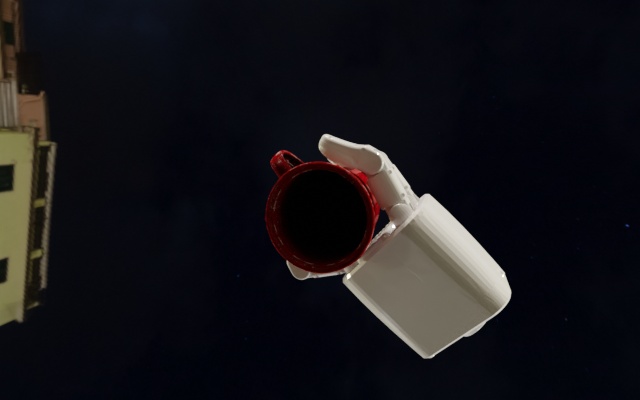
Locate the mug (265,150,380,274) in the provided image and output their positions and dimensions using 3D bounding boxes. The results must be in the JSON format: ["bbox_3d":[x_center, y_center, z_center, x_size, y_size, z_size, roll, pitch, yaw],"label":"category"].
[{"bbox_3d":[-0.001,0.000,0.431,0.093,0.117,0.081,-45,-5,15],"label":"mug"}]
